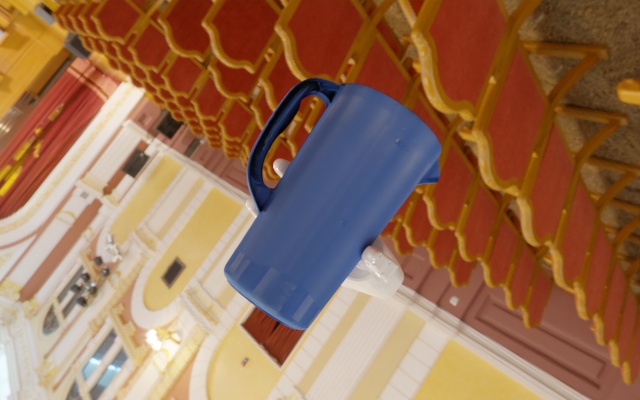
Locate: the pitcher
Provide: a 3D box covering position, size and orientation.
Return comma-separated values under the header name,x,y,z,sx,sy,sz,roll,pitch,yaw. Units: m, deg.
name,x,y,z,sx,sy,sz,roll,pitch,yaw
pitcher,0.000,0.002,0.504,0.149,0.243,0.145,31,-8,33
